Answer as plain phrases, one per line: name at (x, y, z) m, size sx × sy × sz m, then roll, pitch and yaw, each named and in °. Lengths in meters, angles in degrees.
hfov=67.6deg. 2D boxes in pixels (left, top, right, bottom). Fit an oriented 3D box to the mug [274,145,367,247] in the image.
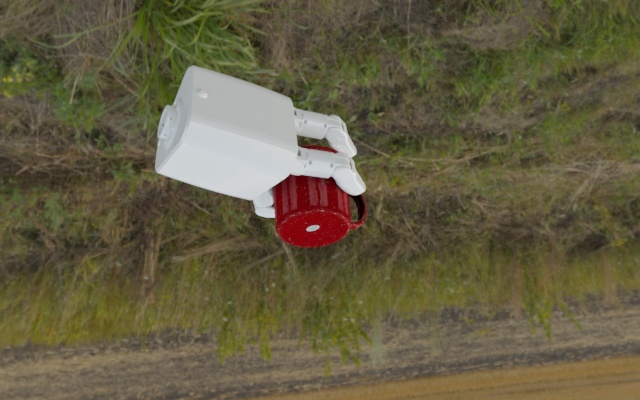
mug at (0.001, 0.002, 0.536) m, size 0.117 × 0.081 × 0.093 m, roll 15°, pitch -39°, yaw -27°
